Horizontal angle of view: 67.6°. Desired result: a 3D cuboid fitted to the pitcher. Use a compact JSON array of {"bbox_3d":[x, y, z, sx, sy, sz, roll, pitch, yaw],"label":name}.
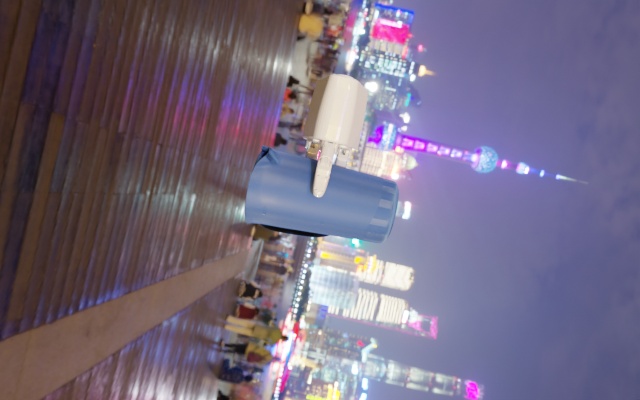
[{"bbox_3d":[0.000,0.002,0.810,0.243,0.145,0.149,13,2,0],"label":"pitcher"}]
